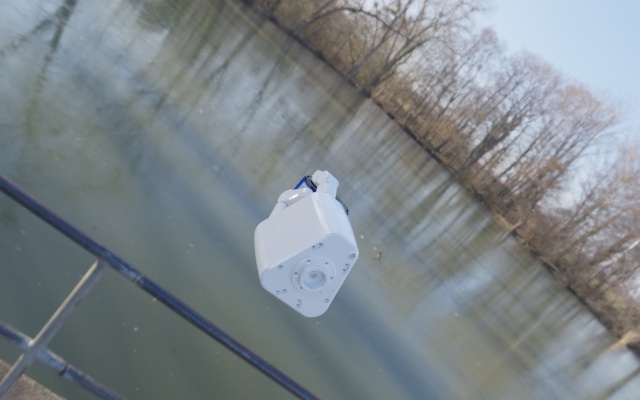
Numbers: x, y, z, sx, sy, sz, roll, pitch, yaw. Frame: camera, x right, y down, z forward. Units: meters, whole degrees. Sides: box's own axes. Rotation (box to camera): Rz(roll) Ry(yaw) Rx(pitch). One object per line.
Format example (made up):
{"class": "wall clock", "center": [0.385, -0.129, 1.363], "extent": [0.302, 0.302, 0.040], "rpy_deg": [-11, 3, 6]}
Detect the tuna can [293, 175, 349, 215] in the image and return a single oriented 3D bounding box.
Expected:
{"class": "tuna can", "center": [0.000, 0.002, 0.694], "extent": [0.086, 0.034, 0.086], "rpy_deg": [39, 11, -9]}
